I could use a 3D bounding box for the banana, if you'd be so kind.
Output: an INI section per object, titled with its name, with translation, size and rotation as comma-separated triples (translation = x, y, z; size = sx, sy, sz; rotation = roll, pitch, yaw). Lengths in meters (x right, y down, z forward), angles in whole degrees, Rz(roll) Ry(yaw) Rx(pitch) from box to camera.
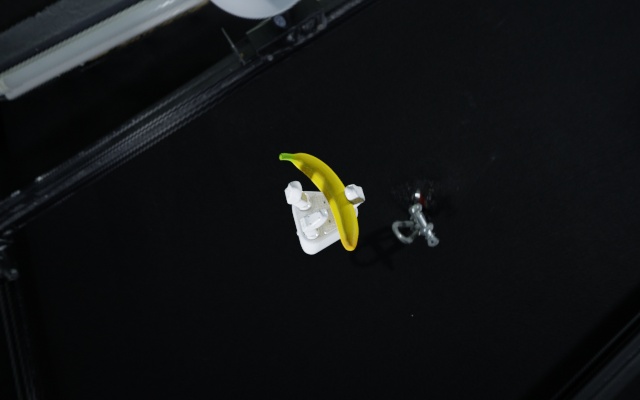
[banana]
translation = 0.012, -0.009, 0.796
size = 0.069, 0.197, 0.037
rotation = -33, -11, -25
